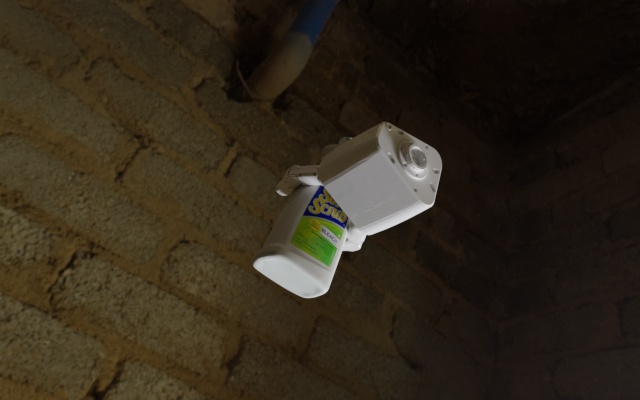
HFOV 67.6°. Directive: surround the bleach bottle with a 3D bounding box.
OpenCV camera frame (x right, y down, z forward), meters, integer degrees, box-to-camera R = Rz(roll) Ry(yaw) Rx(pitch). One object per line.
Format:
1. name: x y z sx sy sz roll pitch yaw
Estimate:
1. bleach bottle: 0.000 0.002 0.662 0.102 0.250 0.068 37 -38 -20
